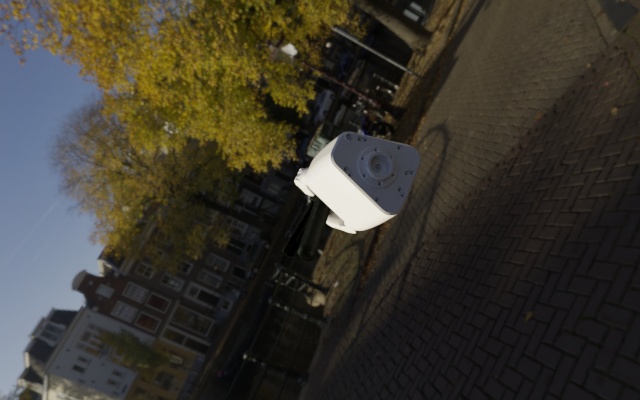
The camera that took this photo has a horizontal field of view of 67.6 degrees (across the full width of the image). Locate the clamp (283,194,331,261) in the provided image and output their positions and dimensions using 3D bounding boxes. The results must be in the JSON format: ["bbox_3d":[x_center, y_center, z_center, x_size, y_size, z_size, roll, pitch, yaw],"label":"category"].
[{"bbox_3d":[0.000,0.002,0.743,0.036,0.210,0.164,28,-17,-10],"label":"clamp"}]
